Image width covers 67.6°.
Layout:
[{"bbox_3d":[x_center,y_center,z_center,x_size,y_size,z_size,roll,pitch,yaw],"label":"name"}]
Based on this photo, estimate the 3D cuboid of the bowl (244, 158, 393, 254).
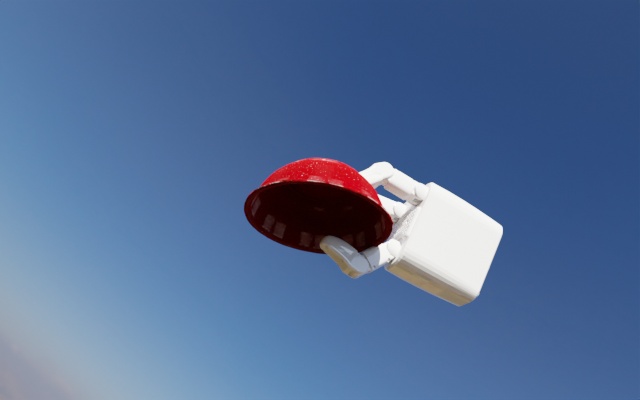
[{"bbox_3d":[-0.001,0.001,0.526,0.162,0.055,0.162,6,-30,4],"label":"bowl"}]
